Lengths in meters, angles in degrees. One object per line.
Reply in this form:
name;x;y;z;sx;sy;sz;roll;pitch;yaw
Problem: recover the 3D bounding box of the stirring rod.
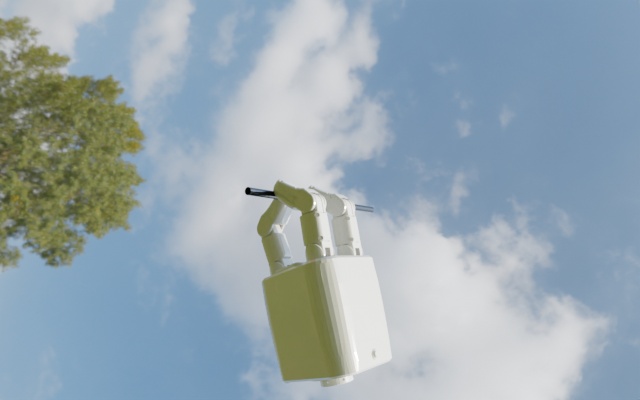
stirring rod;0.000;0.002;0.553;0.011;0.011;0.239;0;-5;35
